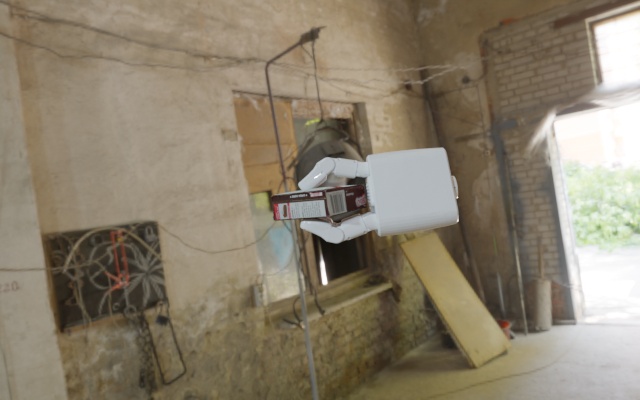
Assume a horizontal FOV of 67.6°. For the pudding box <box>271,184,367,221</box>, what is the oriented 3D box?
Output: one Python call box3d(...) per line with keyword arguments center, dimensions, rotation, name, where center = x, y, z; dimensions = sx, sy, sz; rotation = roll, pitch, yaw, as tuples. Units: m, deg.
box3d(center=(0.000, 0.002, 0.665), dimensions=(0.090, 0.039, 0.113), rotation=(-6, 0, 31), name="pudding box")
